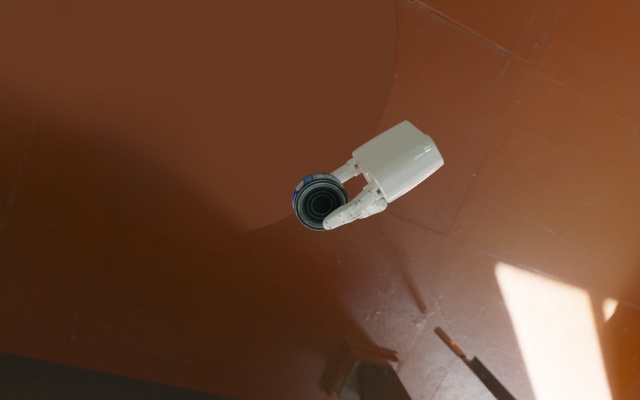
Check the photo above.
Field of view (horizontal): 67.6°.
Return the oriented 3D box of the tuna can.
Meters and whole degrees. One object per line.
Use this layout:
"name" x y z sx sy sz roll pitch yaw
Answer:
"tuna can" 0.000 0.003 0.735 0.086 0.086 0.033 0 21 -9
